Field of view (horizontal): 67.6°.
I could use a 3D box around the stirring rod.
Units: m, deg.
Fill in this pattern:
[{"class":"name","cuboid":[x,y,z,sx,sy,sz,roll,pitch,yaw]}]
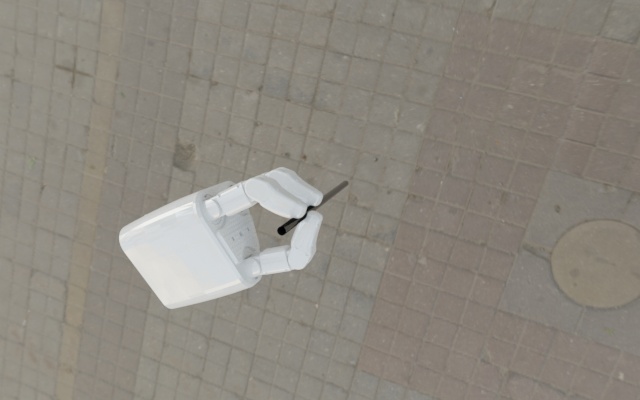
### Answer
[{"class":"stirring rod","cuboid":[0.000,0.002,0.518,0.011,0.011,0.239,0,12,16]}]
